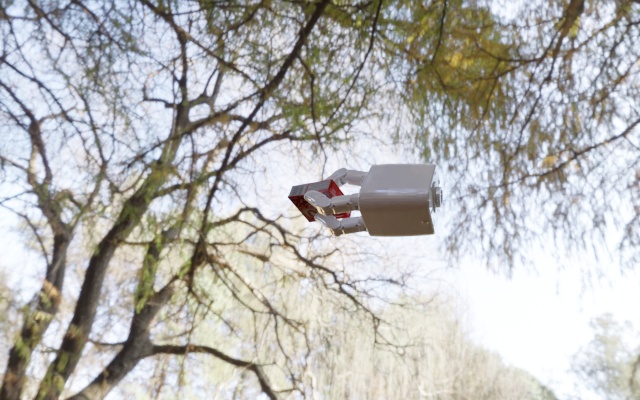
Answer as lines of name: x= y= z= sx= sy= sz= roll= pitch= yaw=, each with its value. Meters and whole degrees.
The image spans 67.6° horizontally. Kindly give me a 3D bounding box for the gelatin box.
gelatin box: x=0.000 y=0.002 z=0.810 sx=0.089 sy=0.030 sz=0.073 roll=-7 pitch=-43 yaw=35
